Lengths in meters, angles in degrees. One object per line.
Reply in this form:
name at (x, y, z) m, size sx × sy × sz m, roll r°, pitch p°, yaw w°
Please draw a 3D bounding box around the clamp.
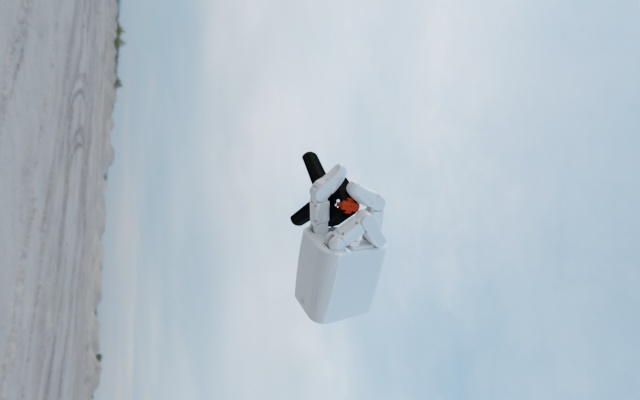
clamp at (0.001, 0.002, 0.711) m, size 0.039 × 0.120 × 0.171 m, roll 3°, pitch 18°, yaw -24°
